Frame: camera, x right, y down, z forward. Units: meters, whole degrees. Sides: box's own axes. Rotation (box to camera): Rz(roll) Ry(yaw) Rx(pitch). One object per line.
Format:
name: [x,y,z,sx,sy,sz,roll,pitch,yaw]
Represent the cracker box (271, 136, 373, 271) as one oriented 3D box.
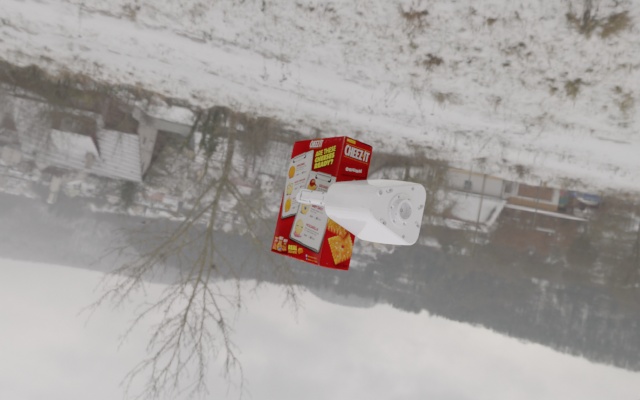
cracker box: [0.000,0.003,0.840,0.072,0.213,0.164,15,-6,-34]
